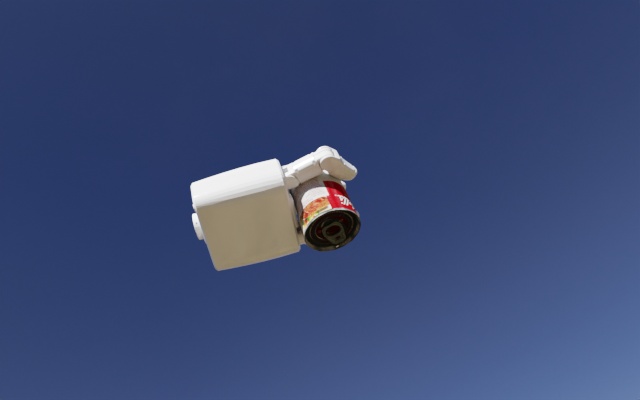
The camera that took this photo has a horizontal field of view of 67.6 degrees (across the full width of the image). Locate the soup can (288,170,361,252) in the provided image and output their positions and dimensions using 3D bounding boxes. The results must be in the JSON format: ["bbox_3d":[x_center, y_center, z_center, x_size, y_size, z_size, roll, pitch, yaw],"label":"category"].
[{"bbox_3d":[0.000,0.001,0.579,0.068,0.068,0.102,0,42,-22],"label":"soup can"}]
